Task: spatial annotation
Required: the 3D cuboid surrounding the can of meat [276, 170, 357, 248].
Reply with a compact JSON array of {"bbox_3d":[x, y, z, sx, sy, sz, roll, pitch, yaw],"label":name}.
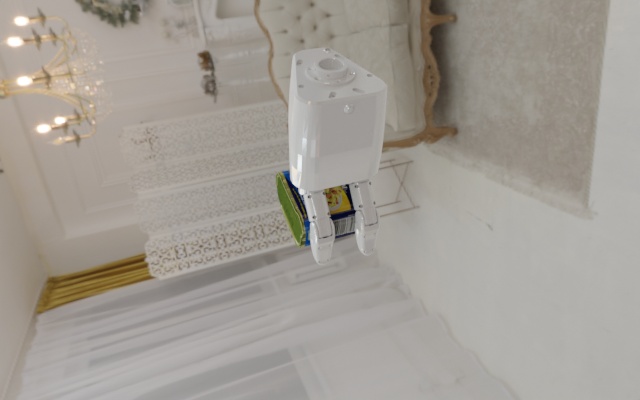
[{"bbox_3d":[0.000,0.002,0.572,0.084,0.102,0.057,-13,-40,-17],"label":"can of meat"}]
